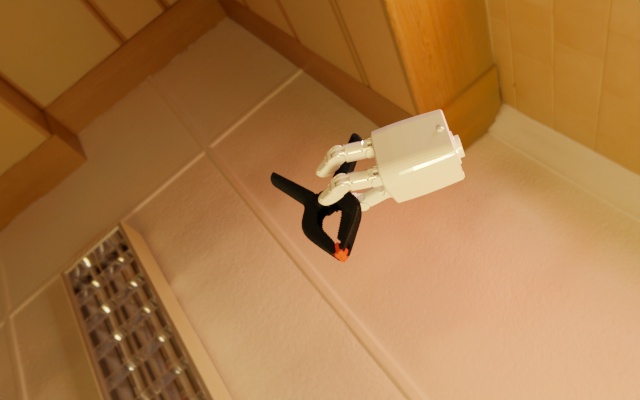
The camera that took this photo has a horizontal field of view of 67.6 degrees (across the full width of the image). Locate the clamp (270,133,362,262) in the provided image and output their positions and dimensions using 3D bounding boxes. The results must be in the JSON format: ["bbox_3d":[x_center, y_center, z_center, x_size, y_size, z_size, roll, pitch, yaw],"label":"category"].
[{"bbox_3d":[0.001,0.003,0.729,0.164,0.209,0.036,-20,-38,17],"label":"clamp"}]
